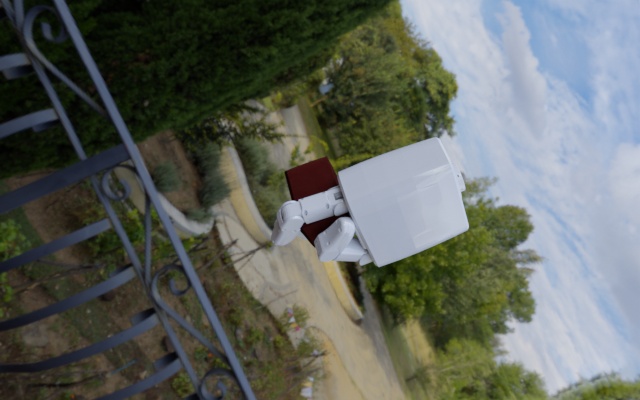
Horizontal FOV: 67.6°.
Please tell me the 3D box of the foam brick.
[{"bbox_3d":[0.000,0.001,0.521,0.051,0.078,0.053,-22,-33,8],"label":"foam brick"}]
